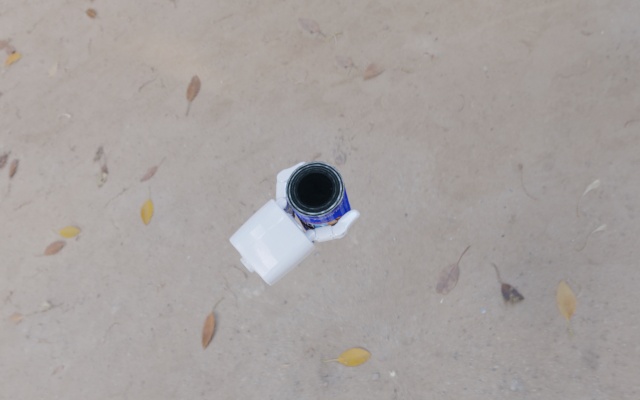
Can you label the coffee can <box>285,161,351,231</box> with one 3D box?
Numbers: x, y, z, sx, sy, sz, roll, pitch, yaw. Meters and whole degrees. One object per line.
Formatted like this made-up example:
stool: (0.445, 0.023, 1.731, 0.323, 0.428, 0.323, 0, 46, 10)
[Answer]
coffee can: (0.000, 0.003, 0.872, 0.103, 0.102, 0.140, 0, -20, 9)
